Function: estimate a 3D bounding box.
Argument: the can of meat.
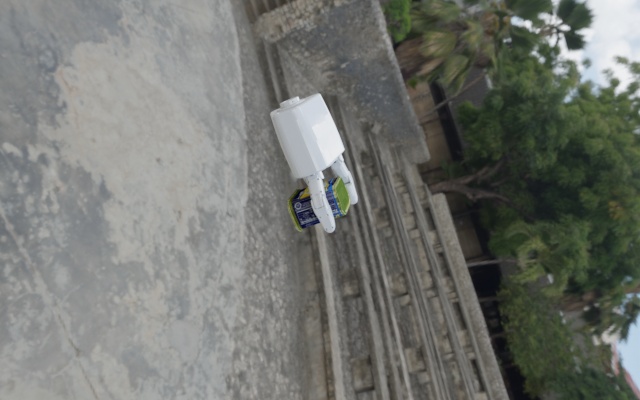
[{"bbox_3d":[0.000,0.003,0.800,0.084,0.057,0.102,-19,12,14],"label":"can of meat"}]
